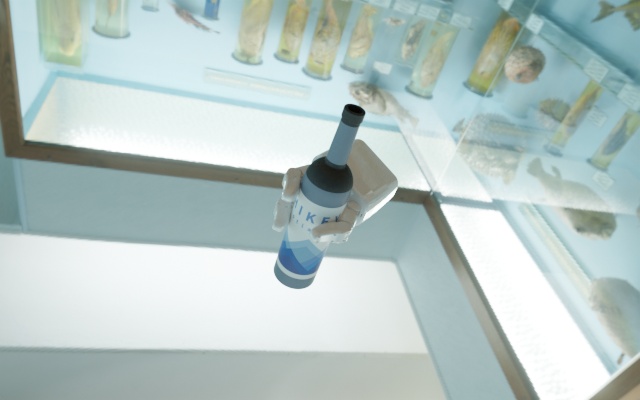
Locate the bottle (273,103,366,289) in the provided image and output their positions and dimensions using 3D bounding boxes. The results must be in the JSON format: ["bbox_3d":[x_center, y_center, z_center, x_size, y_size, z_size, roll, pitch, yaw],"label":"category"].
[{"bbox_3d":[0.000,0.002,0.654,0.069,0.296,0.069,13,37,-10],"label":"bottle"}]
